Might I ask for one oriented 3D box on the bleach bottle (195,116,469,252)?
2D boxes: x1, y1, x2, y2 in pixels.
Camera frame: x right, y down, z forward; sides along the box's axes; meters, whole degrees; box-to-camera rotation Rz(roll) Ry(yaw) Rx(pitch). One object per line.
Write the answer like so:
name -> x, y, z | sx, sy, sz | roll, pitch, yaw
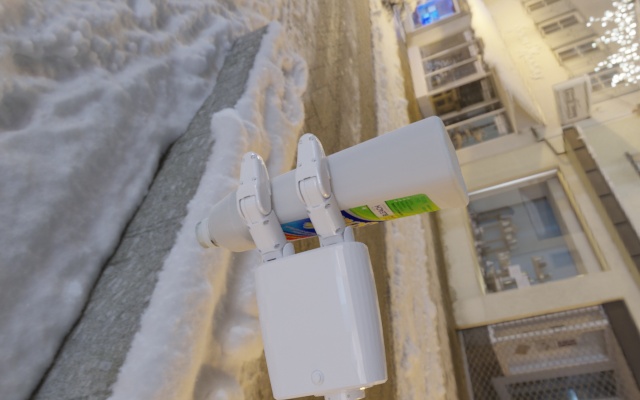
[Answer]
bleach bottle -> 0.000, 0.001, 0.441 | 0.251, 0.068, 0.102 | -17, -20, 19
